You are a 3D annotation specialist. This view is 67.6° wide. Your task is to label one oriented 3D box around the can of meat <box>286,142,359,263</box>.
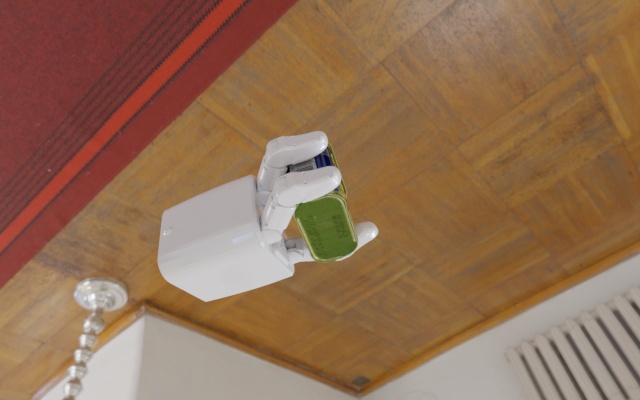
[{"bbox_3d":[0.000,0.002,0.493,0.057,0.083,0.102,-17,-46,4],"label":"can of meat"}]
